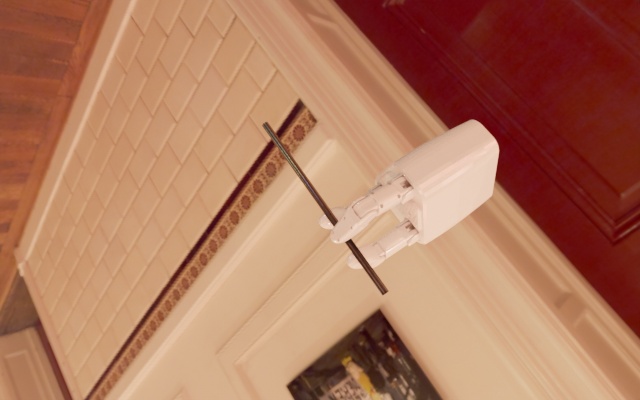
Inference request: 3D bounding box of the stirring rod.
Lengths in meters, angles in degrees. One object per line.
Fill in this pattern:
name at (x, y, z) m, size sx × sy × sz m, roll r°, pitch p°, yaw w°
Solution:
stirring rod at (0.000, 0.002, 0.523) m, size 0.011 × 0.239 × 0.011 m, roll -31°, pitch -21°, yaw -13°
